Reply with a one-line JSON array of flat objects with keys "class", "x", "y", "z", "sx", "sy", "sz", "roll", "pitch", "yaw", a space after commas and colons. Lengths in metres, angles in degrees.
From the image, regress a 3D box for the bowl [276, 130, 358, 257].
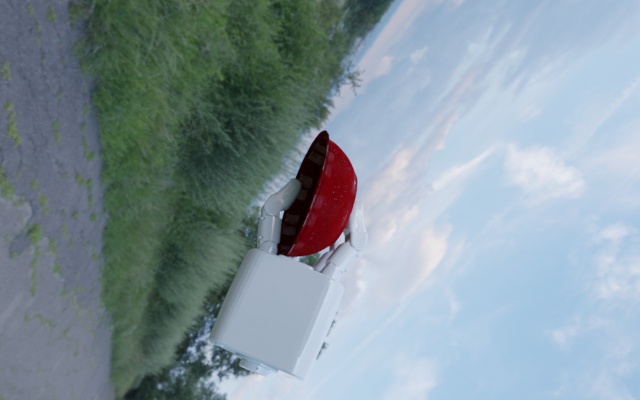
[{"class": "bowl", "x": 0.001, "y": 0.001, "z": 0.565, "sx": 0.055, "sy": 0.162, "sz": 0.162, "roll": 19, "pitch": -4, "yaw": -12}]
